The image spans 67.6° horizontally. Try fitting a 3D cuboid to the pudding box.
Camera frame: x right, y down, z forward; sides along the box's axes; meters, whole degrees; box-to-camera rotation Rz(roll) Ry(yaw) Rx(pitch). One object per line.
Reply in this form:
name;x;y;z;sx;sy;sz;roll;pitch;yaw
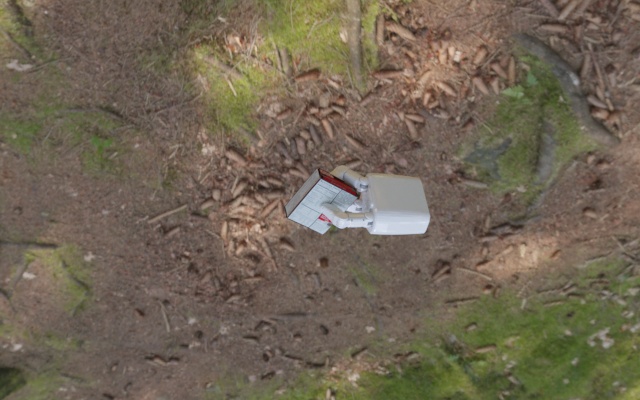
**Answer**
pudding box;0.000;0.003;0.890;0.090;0.113;0.039;27;28;-27
